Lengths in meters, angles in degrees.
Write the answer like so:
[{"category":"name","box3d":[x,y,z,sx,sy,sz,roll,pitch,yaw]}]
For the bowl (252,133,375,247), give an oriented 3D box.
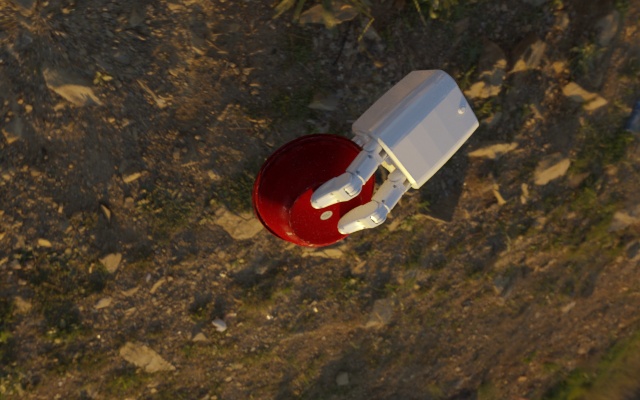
[{"category":"bowl","box3d":[-0.001,0.003,0.588,0.162,0.162,0.055,0,32,-18]}]
